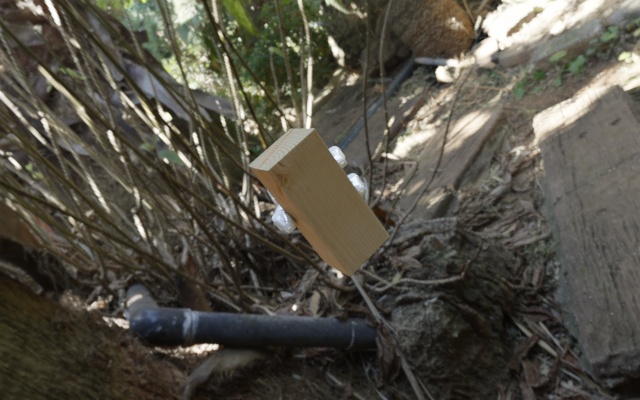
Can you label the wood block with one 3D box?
[{"bbox_3d":[0.000,0.002,0.712,0.091,0.206,0.090,-43,23,-14],"label":"wood block"}]
